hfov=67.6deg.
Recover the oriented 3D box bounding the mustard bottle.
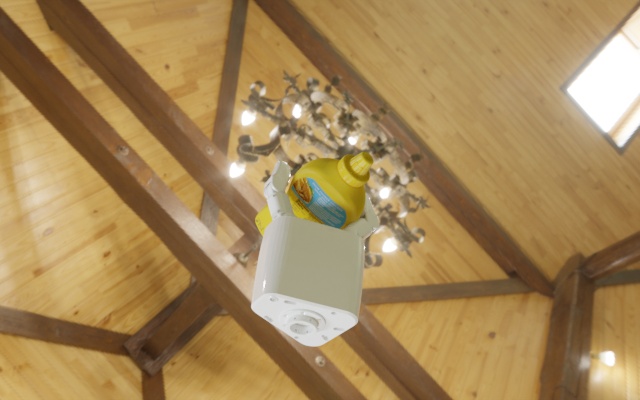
[{"bbox_3d":[0.000,0.002,0.607,0.192,0.096,0.058,-43,2,39],"label":"mustard bottle"}]
